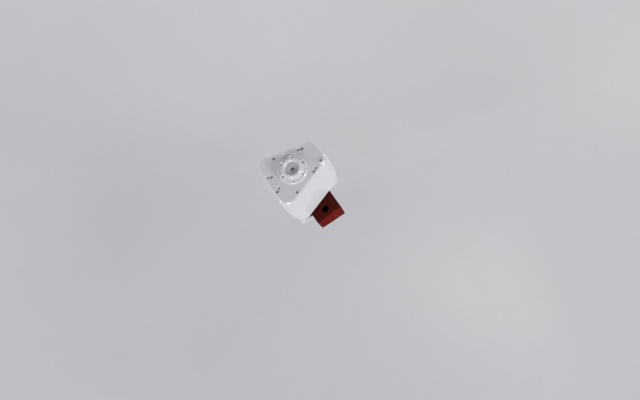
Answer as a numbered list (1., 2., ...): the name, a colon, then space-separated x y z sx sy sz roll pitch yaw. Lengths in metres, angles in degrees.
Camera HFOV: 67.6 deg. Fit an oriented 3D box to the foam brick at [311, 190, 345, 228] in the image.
1. foam brick: 0.000 0.003 0.887 0.053 0.078 0.051 -36 -17 0
